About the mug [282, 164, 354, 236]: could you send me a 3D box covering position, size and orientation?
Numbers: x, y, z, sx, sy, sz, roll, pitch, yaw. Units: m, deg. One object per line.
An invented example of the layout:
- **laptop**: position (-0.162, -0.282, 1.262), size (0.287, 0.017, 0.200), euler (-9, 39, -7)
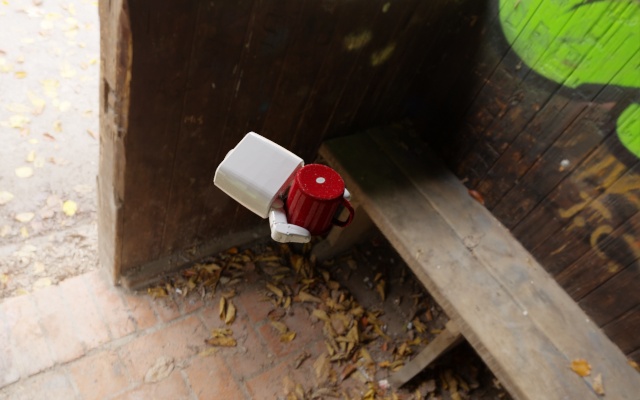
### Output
- **mug**: position (0.001, 0.003, 0.762), size (0.117, 0.082, 0.093), euler (30, 45, 6)
